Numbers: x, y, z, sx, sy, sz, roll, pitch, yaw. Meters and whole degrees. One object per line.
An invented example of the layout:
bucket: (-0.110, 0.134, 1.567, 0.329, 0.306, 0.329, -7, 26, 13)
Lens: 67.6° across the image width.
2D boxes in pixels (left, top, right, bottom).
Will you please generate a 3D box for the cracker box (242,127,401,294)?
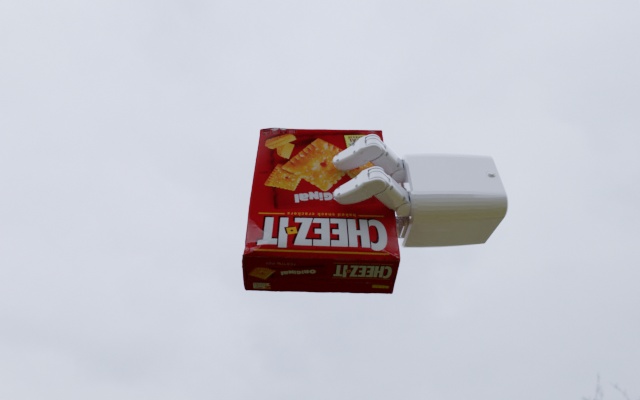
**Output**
cracker box: (0.000, 0.002, 0.569, 0.164, 0.213, 0.072, 1, -44, -1)
